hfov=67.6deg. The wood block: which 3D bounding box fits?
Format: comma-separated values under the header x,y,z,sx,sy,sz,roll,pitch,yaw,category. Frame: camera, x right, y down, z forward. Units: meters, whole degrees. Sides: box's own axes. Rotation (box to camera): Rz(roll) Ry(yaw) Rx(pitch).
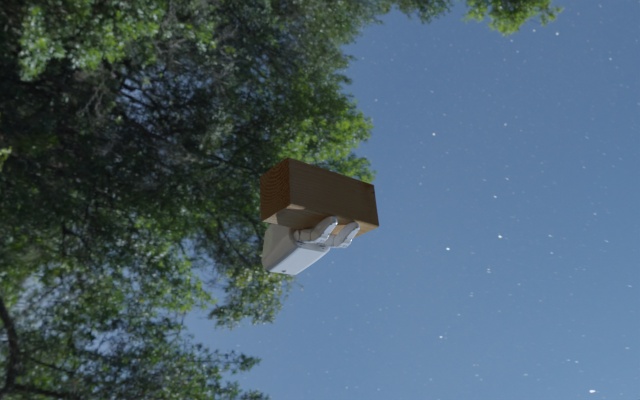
x,y,z,sx,sy,sz,roll,pitch,yaw,category
0.000,0.003,0.874,0.206,0.090,0.090,15,-31,-38,wood block
